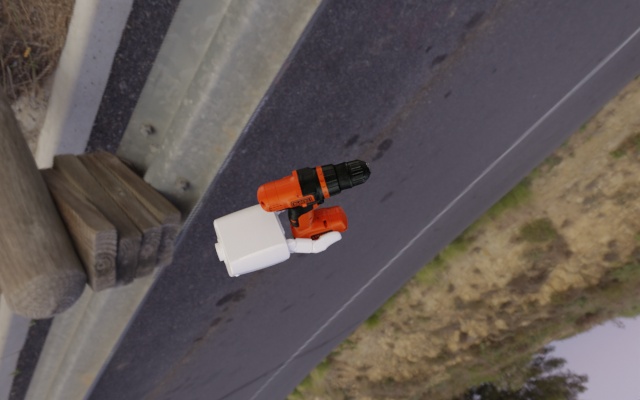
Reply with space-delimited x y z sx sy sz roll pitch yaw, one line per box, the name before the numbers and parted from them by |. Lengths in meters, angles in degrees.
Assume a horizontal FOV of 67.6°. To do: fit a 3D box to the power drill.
power drill | 0.000 0.003 0.821 0.184 0.057 0.188 -14 -28 2
